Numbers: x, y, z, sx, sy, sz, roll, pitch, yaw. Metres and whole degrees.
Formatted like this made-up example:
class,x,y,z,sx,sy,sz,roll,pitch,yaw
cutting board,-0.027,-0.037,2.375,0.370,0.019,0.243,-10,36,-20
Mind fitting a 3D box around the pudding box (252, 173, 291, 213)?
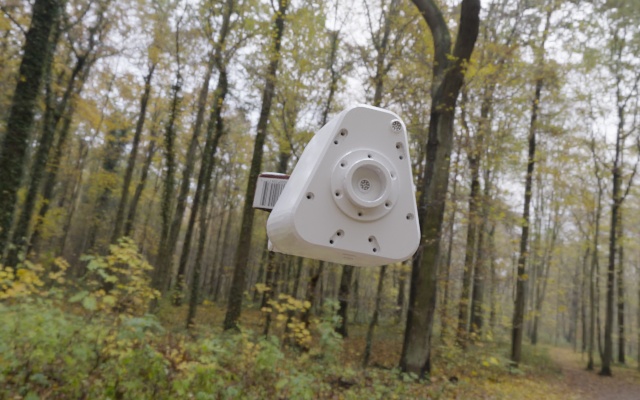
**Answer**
class,x,y,z,sx,sy,sz,roll,pitch,yaw
pudding box,0.000,0.001,0.492,0.113,0.039,0.090,8,-6,17
